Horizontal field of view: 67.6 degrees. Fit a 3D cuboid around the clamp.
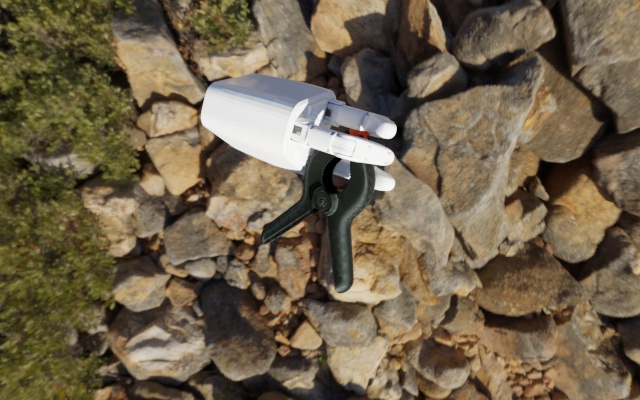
[{"bbox_3d":[0.000,0.002,0.511,0.120,0.171,0.039,20,11,19],"label":"clamp"}]
